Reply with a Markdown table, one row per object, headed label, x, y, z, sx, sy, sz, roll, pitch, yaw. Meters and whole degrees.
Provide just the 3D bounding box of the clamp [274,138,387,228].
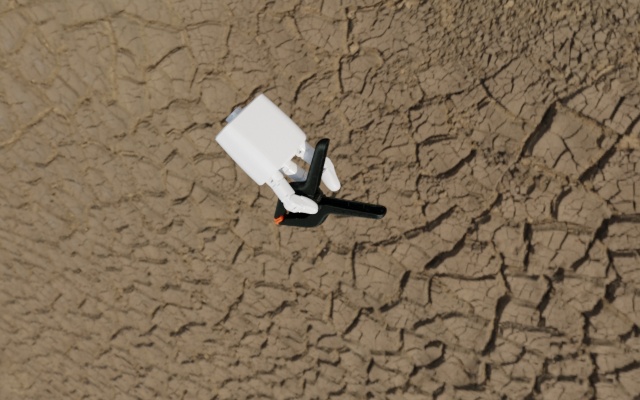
| label | x | y | z | sx | sy | sz | roll | pitch | yaw |
| --- | --- | --- | --- | --- | --- | --- | --- | --- | --- |
| clamp | -0.001 | 0.003 | 0.818 | 0.210 | 0.164 | 0.036 | -35 | 15 | 42 |
